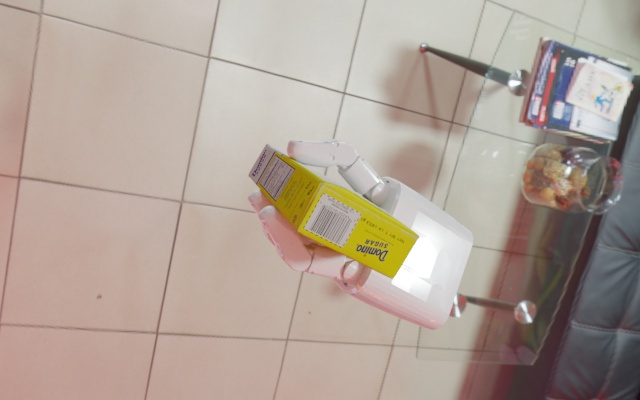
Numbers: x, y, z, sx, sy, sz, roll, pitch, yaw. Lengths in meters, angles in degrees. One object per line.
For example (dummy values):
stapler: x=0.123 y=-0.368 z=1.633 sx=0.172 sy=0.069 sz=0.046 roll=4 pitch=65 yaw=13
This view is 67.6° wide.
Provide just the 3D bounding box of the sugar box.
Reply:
sugar box: x=0.000 y=0.002 z=0.417 sx=0.093 sy=0.048 sz=0.176 roll=29 pitch=1 yaw=-24
